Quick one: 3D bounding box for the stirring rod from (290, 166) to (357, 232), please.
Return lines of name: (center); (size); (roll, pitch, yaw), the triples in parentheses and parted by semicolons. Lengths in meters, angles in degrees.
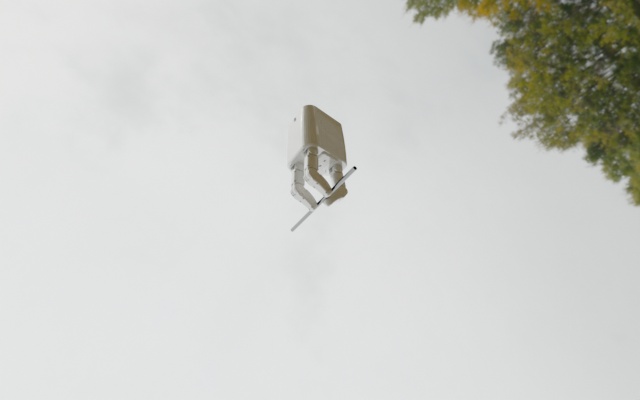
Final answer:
stirring rod: (0.000, 0.003, 0.898); (0.011, 0.011, 0.240); (0, -29, -34)
